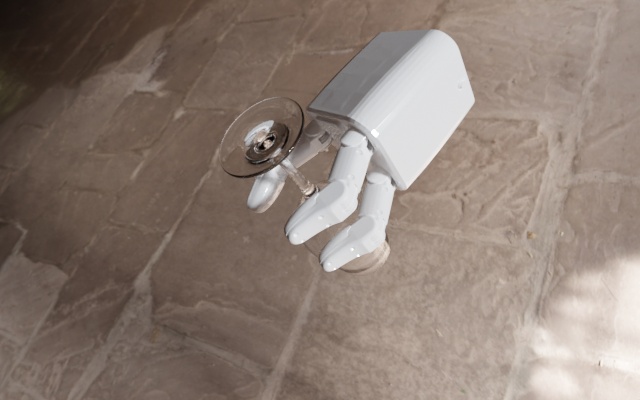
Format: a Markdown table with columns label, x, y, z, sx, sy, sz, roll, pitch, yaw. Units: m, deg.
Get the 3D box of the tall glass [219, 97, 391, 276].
| label | x | y | z | sx | sy | sz | roll | pitch | yaw |
| --- | --- | --- | --- | --- | --- | --- | --- | --- | --- |
| tall glass | 0.000 | 0.001 | 0.427 | 0.079 | 0.079 | 0.201 | 0 | -30 | 31 |
